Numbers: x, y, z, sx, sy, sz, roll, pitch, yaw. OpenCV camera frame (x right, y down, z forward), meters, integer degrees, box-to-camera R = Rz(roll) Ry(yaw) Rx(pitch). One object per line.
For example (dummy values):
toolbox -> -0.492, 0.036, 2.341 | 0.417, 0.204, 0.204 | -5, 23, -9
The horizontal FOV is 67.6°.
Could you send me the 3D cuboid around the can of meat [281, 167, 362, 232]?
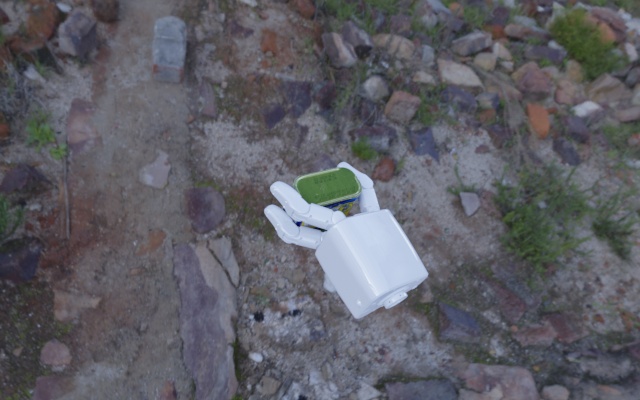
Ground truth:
can of meat -> 0.000, 0.002, 0.672 | 0.102, 0.057, 0.084 | -15, -26, -26
